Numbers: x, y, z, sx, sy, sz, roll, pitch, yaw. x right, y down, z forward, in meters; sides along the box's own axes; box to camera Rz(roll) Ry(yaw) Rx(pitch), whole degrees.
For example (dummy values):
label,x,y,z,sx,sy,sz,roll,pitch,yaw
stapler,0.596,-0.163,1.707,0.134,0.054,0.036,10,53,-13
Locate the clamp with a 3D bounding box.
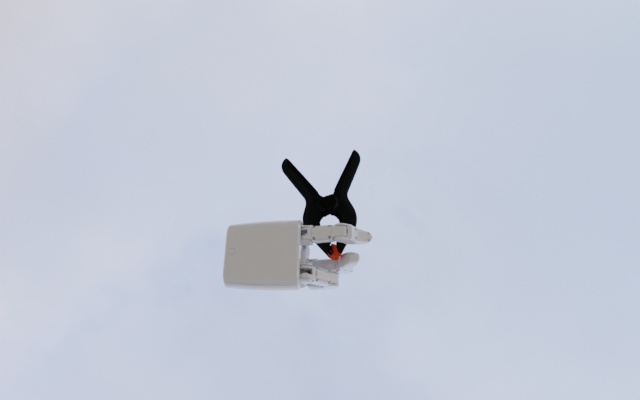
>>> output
label,x,y,z,sx,sy,sz,roll,pitch,yaw
clamp,0.000,0.003,0.708,0.120,0.171,0.039,-2,-24,6
